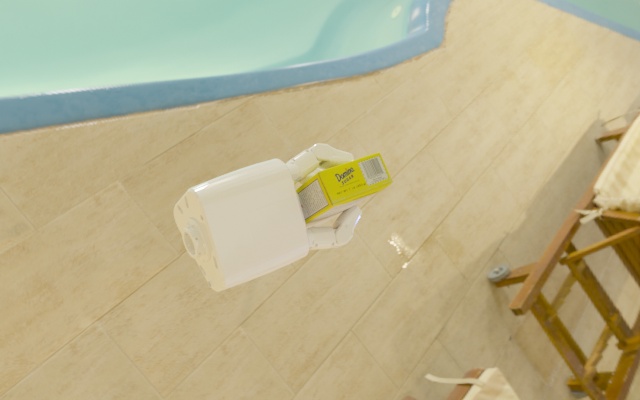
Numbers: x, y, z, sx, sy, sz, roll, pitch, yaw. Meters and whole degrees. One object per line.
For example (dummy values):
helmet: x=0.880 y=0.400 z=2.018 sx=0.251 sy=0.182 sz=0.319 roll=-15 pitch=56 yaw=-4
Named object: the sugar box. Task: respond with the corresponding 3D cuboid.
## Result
sugar box: x=0.000 y=0.001 z=0.589 sx=0.093 sy=0.048 sz=0.176 roll=-19 pitch=-6 yaw=-34
